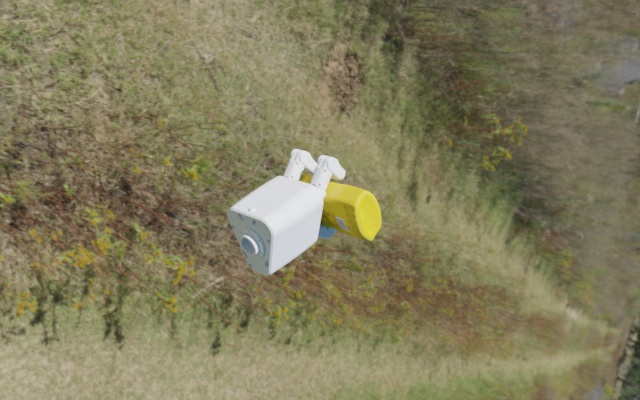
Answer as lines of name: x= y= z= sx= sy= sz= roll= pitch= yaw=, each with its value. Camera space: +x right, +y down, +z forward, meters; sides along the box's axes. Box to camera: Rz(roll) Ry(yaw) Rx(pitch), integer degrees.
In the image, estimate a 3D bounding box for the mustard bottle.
mustard bottle: x=0.001 y=0.002 z=0.765 sx=0.191 sy=0.058 sz=0.096 roll=17 pitch=-28 yaw=36
